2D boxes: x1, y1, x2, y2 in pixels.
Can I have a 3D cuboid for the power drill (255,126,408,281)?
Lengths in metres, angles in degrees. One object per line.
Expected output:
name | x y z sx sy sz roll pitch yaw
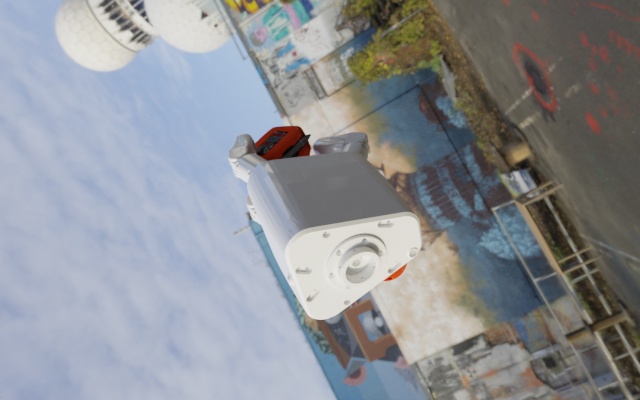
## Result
power drill | 0.000 0.002 0.536 0.188 0.057 0.184 47 -10 -19
